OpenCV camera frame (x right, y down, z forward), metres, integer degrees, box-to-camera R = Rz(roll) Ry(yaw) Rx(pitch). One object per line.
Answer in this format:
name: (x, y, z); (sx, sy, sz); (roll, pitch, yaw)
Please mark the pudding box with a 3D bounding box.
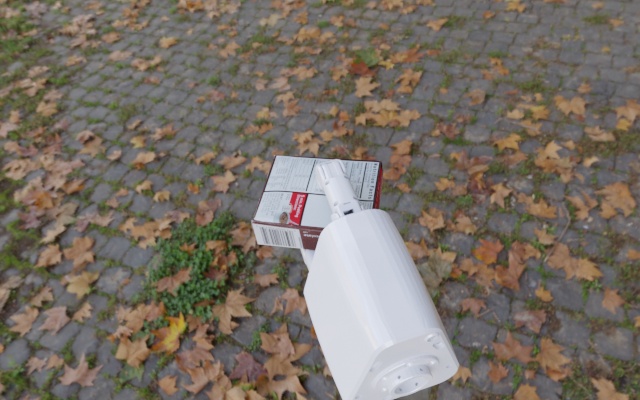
pudding box: (0.000, 0.001, 0.457); (0.113, 0.090, 0.039); (6, -39, 11)
